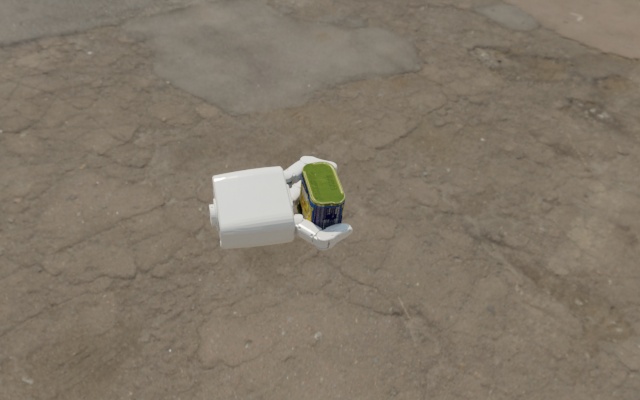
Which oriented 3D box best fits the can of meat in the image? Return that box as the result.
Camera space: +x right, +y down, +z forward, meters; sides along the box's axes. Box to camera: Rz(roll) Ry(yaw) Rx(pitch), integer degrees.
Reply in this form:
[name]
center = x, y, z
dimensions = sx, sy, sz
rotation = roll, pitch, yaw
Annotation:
[can of meat]
center = 0.000, 0.002, 0.730
dimensions = 0.057, 0.084, 0.102
rotation = -6, 44, -13
